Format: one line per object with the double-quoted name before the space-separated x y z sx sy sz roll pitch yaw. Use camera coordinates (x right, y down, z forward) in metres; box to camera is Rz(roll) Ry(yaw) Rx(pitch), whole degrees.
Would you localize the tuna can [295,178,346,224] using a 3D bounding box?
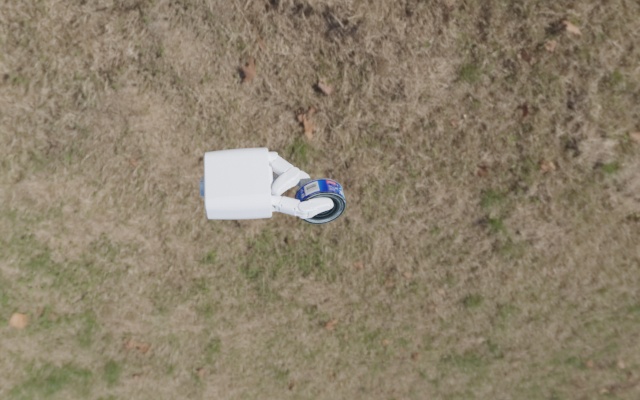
"tuna can" 0.000 0.003 0.822 0.086 0.033 0.086 -8 -40 -7
